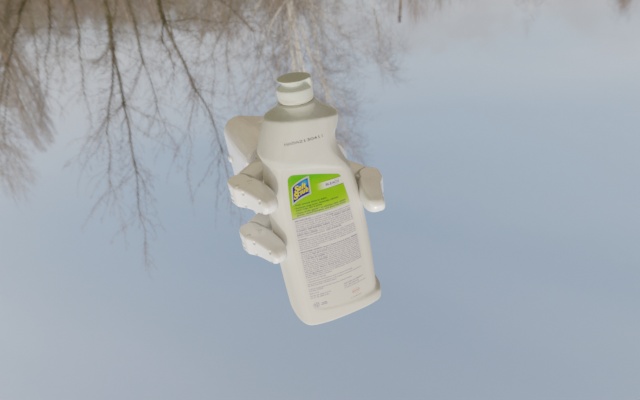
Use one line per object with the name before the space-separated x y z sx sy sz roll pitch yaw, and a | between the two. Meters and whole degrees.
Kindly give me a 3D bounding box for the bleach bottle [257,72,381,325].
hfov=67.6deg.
bleach bottle | 0.000 0.002 0.463 0.102 0.251 0.068 -19 33 -18
